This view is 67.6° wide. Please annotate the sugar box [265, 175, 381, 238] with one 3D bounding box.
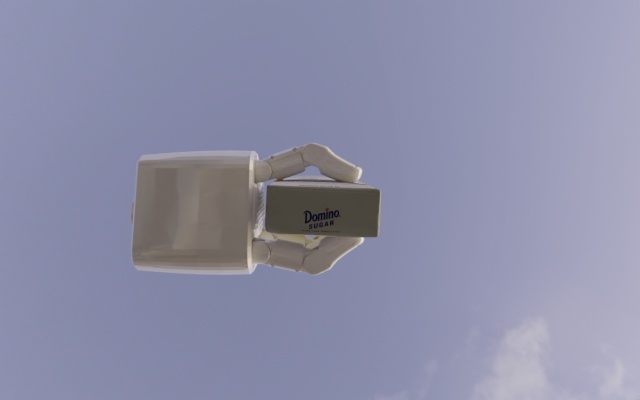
[{"bbox_3d":[0.000,0.002,0.461,0.093,0.048,0.176,2,7,-1],"label":"sugar box"}]
